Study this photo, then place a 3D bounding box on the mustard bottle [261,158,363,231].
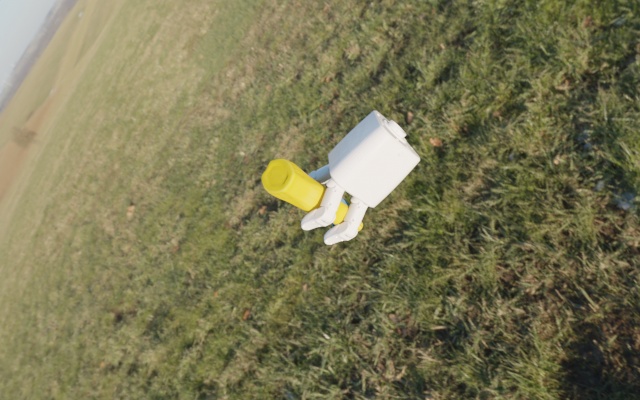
[{"bbox_3d":[0.000,0.003,0.771,0.192,0.058,0.096,32,-2,-34],"label":"mustard bottle"}]
